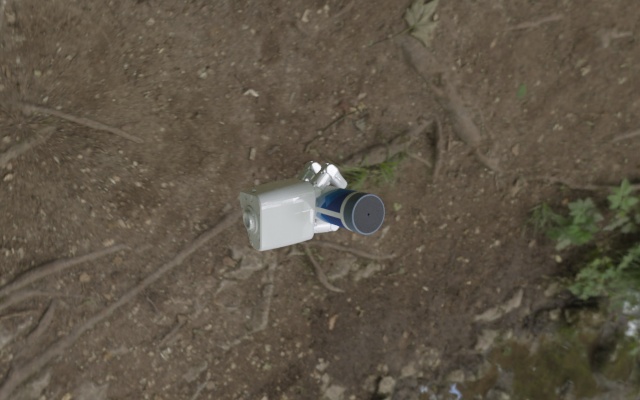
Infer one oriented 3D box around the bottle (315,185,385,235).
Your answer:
[{"bbox_3d":[0.000,0.003,0.889,0.069,0.069,0.295,0,8,-32],"label":"bottle"}]
